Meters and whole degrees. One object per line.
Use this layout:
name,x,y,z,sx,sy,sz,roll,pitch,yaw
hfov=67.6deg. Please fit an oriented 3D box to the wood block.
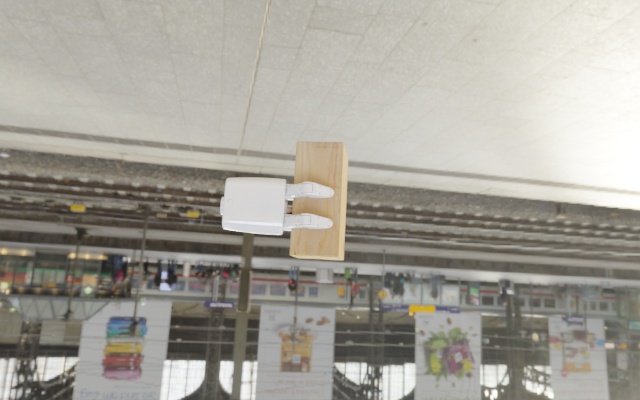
wood block,0.000,0.003,0.884,0.090,0.206,0.091,2,-10,8
